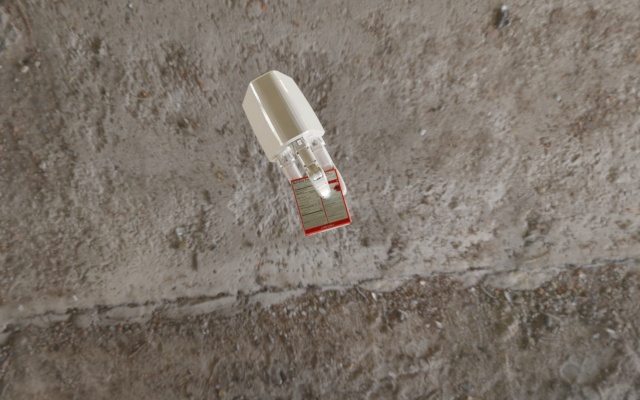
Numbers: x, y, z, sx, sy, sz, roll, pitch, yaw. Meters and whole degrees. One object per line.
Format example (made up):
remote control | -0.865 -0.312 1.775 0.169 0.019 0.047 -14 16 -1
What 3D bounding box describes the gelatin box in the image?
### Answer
gelatin box | 0.000 0.003 0.733 0.073 0.089 0.030 -16 -7 -2
